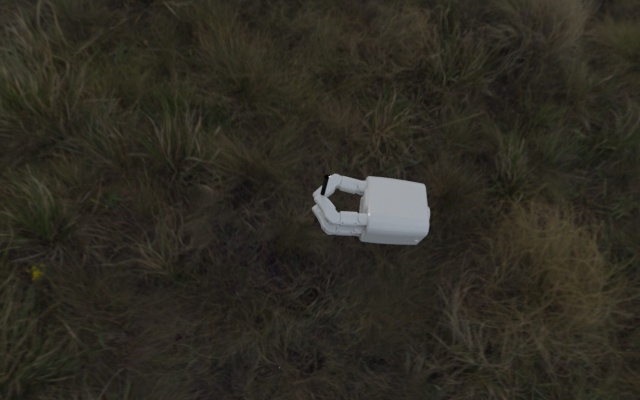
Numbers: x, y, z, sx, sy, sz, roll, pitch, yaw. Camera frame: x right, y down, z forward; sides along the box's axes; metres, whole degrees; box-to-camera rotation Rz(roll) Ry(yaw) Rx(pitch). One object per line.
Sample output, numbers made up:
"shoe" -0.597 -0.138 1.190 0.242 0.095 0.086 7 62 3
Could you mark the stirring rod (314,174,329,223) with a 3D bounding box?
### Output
"stirring rod" 0.000 0.003 0.856 0.011 0.011 0.240 0 -19 -5
